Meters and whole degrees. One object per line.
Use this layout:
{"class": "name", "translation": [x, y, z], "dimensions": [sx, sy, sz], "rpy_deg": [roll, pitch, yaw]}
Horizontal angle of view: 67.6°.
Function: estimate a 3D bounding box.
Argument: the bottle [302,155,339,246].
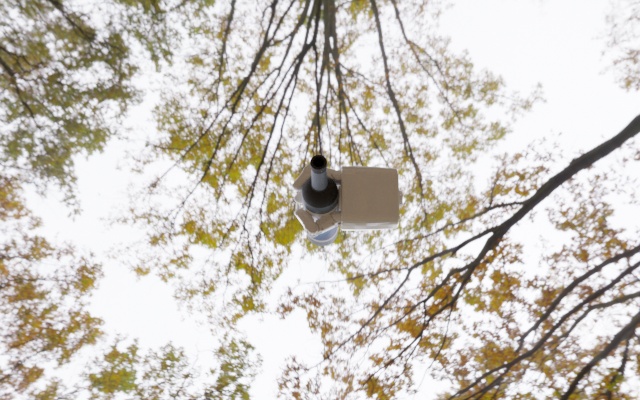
{"class": "bottle", "translation": [0.000, 0.003, 0.890], "dimensions": [0.069, 0.069, 0.296], "rpy_deg": [0, -26, 1]}
